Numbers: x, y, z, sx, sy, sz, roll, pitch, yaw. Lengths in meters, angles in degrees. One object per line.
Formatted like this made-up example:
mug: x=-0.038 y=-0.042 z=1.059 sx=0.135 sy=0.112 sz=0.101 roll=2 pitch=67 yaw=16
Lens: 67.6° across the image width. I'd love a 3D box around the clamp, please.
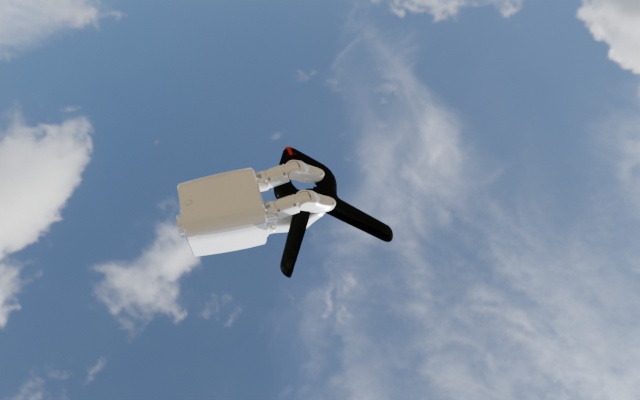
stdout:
clamp: x=0.000 y=0.002 z=0.695 sx=0.164 sy=0.209 sz=0.036 roll=-11 pitch=-34 yaw=-14
